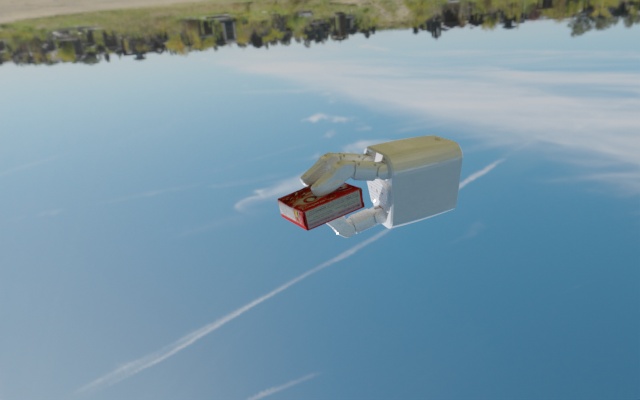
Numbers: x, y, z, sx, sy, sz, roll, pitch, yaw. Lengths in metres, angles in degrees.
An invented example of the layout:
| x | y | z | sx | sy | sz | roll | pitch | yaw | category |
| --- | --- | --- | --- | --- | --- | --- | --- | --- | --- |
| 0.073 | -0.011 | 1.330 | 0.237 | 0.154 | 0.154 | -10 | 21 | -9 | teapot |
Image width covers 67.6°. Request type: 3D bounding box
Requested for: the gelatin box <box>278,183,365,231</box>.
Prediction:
| x | y | z | sx | sy | sz | roll | pitch | yaw | category |
| --- | --- | --- | --- | --- | --- | --- | --- | --- | --- |
| 0.000 | 0.003 | 0.617 | 0.089 | 0.030 | 0.073 | -22 | 23 | -24 | gelatin box |
